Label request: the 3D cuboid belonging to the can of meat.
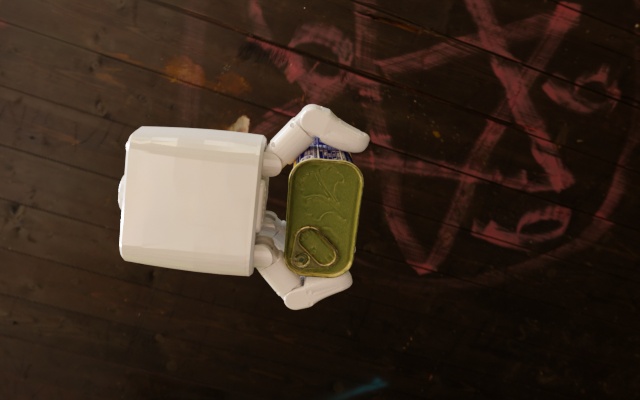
[{"bbox_3d":[0.000,0.001,0.413,0.057,0.102,0.084,4,22,-4],"label":"can of meat"}]
